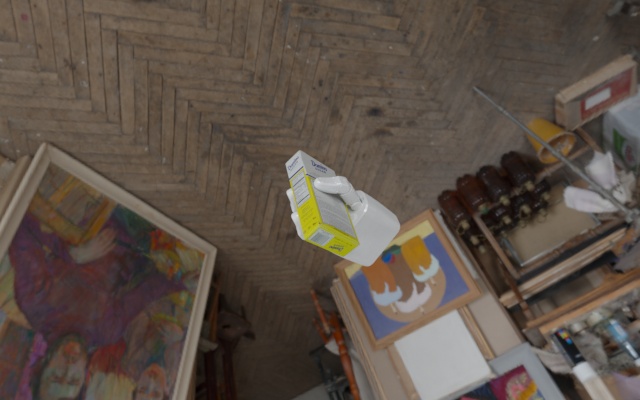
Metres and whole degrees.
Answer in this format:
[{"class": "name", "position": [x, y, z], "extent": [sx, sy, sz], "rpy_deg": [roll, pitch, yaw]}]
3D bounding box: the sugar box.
[{"class": "sugar box", "position": [0.000, 0.003, 0.799], "extent": [0.093, 0.176, 0.048], "rpy_deg": [29, -61, -38]}]
